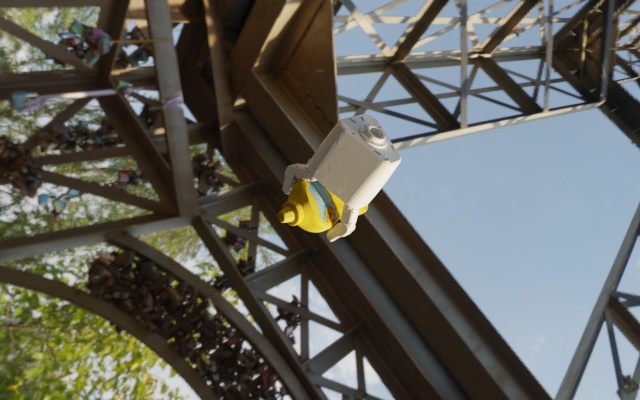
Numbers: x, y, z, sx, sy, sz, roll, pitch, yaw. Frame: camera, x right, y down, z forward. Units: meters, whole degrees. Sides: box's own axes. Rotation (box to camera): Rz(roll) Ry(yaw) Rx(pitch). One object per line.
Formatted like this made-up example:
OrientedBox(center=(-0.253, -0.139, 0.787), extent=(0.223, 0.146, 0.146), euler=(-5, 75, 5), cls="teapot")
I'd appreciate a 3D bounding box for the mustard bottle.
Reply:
OrientedBox(center=(0.000, 0.003, 0.828), extent=(0.058, 0.096, 0.191), euler=(-23, -1, 44), cls="mustard bottle")
